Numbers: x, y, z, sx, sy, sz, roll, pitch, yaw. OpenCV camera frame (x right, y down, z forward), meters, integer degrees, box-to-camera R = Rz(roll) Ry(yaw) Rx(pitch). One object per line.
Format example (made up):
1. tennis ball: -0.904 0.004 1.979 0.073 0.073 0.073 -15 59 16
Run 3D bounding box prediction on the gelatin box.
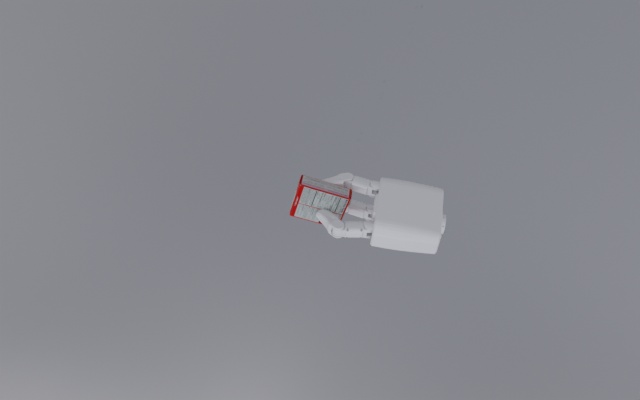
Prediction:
1. gelatin box: 0.000 0.003 0.796 0.089 0.073 0.030 15 42 -7
